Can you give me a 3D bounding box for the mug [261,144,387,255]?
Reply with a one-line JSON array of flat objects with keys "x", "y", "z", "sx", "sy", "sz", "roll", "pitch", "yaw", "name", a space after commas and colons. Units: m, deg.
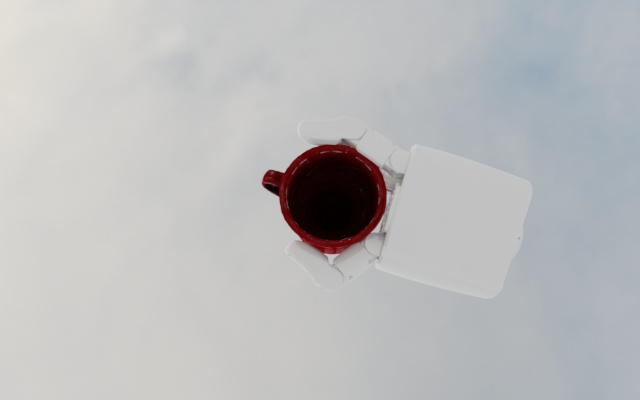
[{"x": -0.001, "y": 0.001, "z": 0.449, "sx": 0.117, "sy": 0.093, "sz": 0.081, "roll": 18, "pitch": -14, "yaw": 6, "name": "mug"}]
